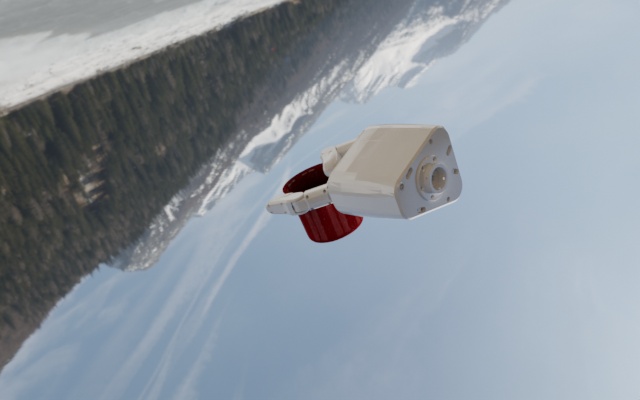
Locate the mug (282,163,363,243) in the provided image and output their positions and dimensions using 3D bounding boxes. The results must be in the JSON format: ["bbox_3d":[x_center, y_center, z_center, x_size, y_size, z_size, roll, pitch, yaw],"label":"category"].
[{"bbox_3d":[-0.001,0.002,0.648,0.093,0.081,0.117,-36,25,-30],"label":"mug"}]
